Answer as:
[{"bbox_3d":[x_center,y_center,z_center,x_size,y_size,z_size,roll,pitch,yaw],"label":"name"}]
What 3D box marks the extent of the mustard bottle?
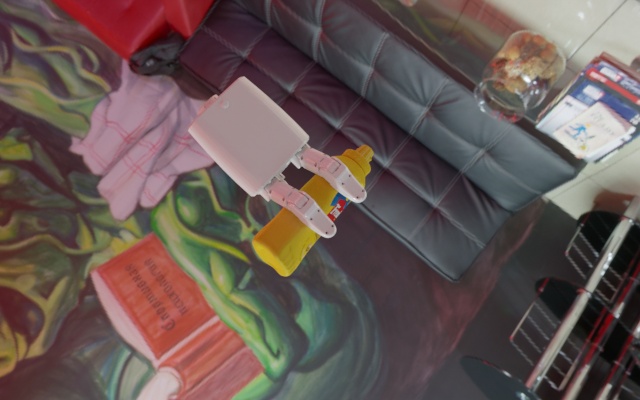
[{"bbox_3d":[0.000,0.002,0.587,0.058,0.191,0.096,37,-18,15],"label":"mustard bottle"}]
